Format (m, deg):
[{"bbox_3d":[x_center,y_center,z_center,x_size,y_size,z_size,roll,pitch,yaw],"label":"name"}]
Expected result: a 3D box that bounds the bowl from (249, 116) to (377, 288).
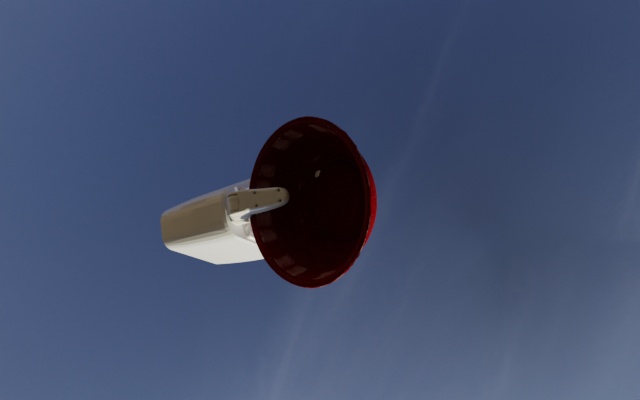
[{"bbox_3d":[0.001,0.002,0.469,0.162,0.162,0.055,0,0,43],"label":"bowl"}]
